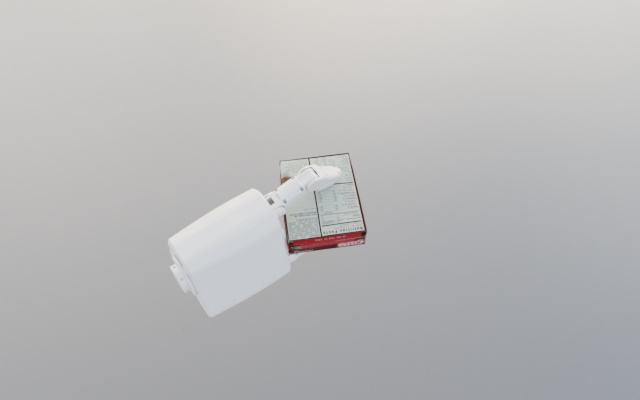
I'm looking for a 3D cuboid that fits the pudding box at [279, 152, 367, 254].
[{"bbox_3d":[0.000,0.002,0.559,0.090,0.113,0.039,-7,-28,-5],"label":"pudding box"}]
